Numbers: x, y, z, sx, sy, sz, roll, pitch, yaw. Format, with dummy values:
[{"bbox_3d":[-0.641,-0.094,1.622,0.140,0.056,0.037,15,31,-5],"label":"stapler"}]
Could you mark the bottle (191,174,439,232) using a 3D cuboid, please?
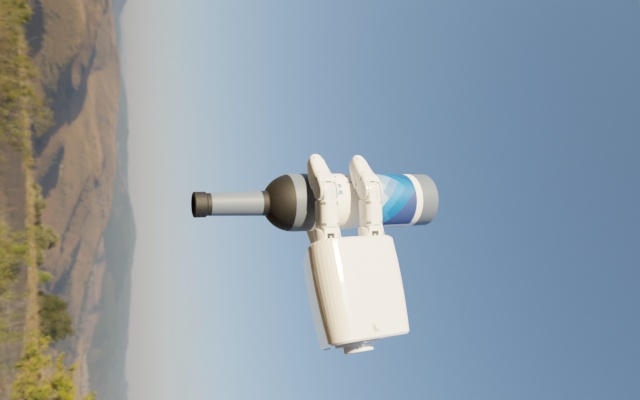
[{"bbox_3d":[0.000,0.002,0.562,0.296,0.069,0.069,-1,0,-25],"label":"bottle"}]
